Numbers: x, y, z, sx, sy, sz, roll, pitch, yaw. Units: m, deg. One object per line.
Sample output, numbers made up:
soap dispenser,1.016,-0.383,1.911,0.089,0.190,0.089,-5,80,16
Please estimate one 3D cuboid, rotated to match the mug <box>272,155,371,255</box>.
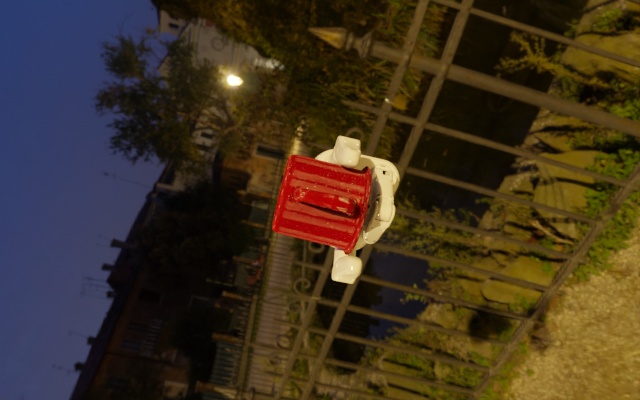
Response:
mug,0.000,0.002,0.471,0.081,0.093,0.117,13,0,-6
